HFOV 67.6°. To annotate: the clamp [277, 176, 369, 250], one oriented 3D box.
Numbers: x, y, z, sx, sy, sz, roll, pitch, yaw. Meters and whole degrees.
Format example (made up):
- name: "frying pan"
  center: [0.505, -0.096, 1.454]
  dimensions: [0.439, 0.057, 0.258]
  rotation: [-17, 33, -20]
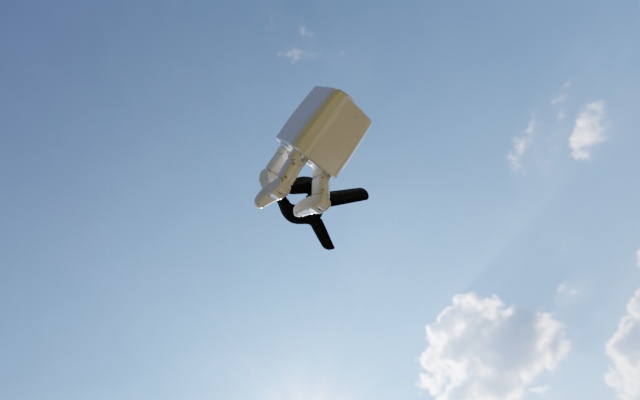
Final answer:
- name: "clamp"
  center: [0.000, 0.002, 0.759]
  dimensions: [0.171, 0.120, 0.039]
  rotation: [36, 1, -42]
